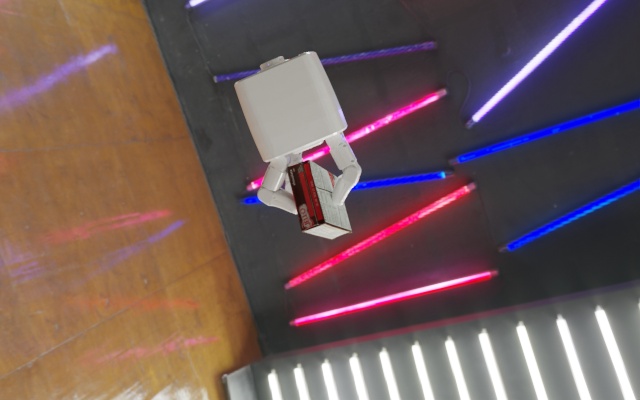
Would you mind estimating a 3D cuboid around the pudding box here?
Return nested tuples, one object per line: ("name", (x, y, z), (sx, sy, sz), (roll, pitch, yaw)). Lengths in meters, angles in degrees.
("pudding box", (0.000, 0.002, 0.650), (0.039, 0.090, 0.113), (-19, -16, 20))
